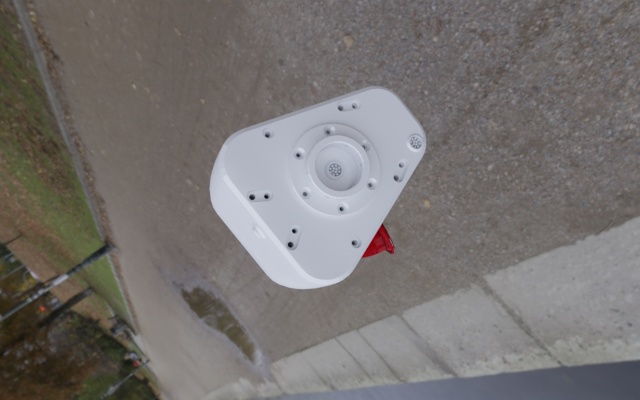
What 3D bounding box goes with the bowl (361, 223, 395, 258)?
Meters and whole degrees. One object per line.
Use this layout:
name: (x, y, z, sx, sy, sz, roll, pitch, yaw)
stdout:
bowl: (0.000, 0.002, 0.459, 0.055, 0.162, 0.162, -37, 2, -3)
